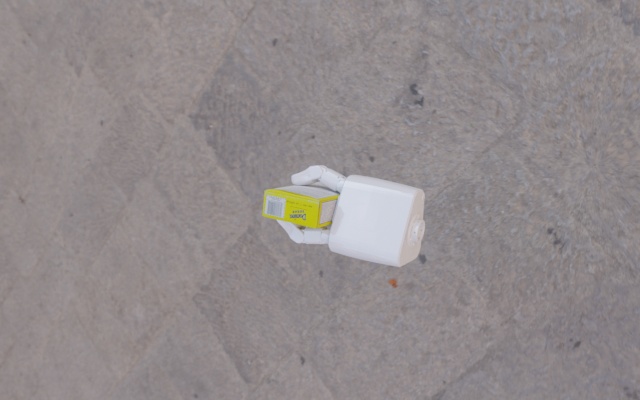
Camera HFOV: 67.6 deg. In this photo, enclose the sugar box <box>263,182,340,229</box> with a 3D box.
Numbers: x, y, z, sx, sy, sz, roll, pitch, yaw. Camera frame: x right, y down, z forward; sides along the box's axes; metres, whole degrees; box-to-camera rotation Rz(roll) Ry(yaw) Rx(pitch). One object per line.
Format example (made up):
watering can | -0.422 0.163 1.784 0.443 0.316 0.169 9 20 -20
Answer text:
sugar box | 0.000 0.003 0.729 0.093 0.048 0.176 13 10 28
